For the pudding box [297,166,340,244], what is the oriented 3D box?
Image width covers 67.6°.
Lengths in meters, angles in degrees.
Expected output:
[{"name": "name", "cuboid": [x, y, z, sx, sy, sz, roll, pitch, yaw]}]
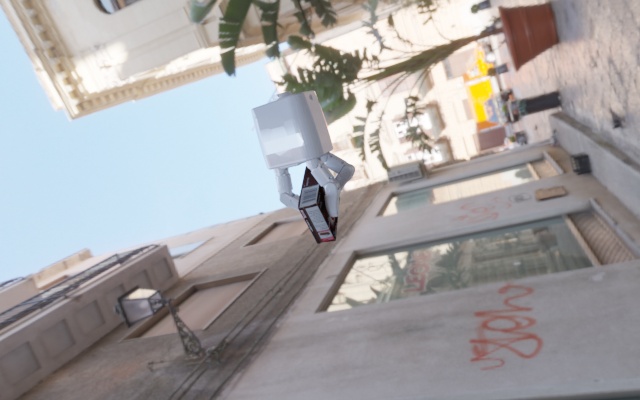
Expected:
[{"name": "pudding box", "cuboid": [0.000, 0.003, 0.815, 0.039, 0.090, 0.113, -12, 39, 20]}]
